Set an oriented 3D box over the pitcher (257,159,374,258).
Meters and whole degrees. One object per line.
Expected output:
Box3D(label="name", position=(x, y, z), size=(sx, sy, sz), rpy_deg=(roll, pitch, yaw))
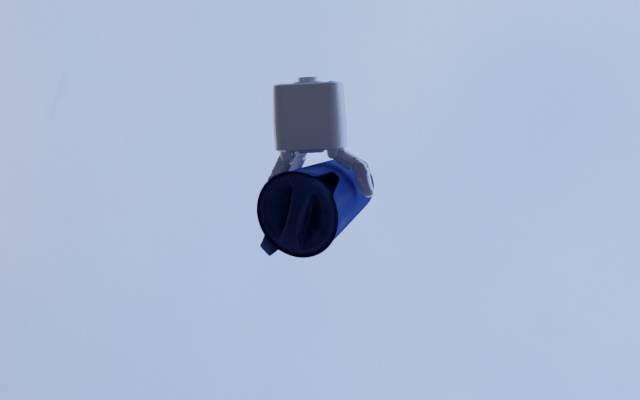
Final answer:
Box3D(label="pitcher", position=(0.000, 0.002, 0.809), size=(0.149, 0.145, 0.242), rpy_deg=(1, 13, 23))
